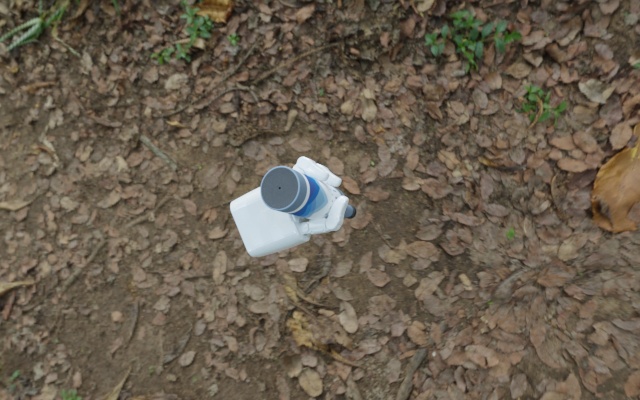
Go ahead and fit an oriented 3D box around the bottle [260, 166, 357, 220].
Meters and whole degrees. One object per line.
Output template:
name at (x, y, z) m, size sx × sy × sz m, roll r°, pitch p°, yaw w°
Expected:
bottle at (0.000, 0.003, 0.828) m, size 0.069 × 0.069 × 0.296 m, roll 0°, pitch -8°, yaw 24°
